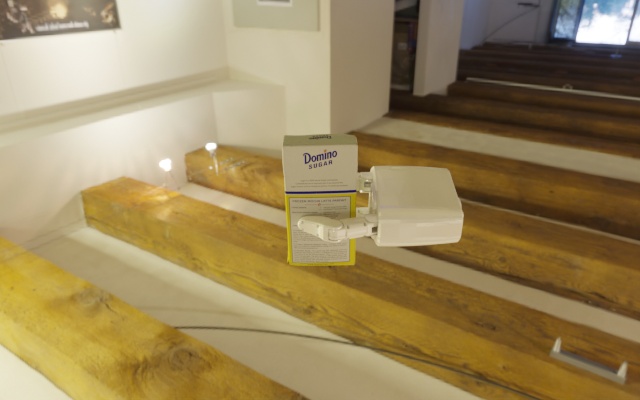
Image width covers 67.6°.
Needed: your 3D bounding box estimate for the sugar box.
[{"bbox_3d":[0.000,0.002,0.624,0.093,0.176,0.048,-1,26,-1],"label":"sugar box"}]
